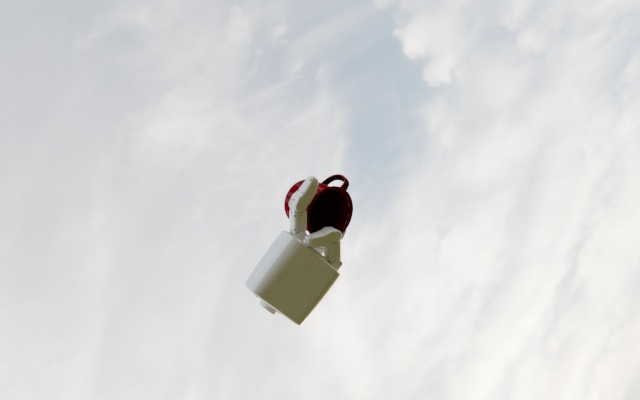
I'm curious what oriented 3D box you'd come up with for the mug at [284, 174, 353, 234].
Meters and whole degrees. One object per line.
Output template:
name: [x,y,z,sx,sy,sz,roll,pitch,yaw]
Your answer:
mug: [0.001,0.001,0.791,0.081,0.117,0.093,24,-16,51]
